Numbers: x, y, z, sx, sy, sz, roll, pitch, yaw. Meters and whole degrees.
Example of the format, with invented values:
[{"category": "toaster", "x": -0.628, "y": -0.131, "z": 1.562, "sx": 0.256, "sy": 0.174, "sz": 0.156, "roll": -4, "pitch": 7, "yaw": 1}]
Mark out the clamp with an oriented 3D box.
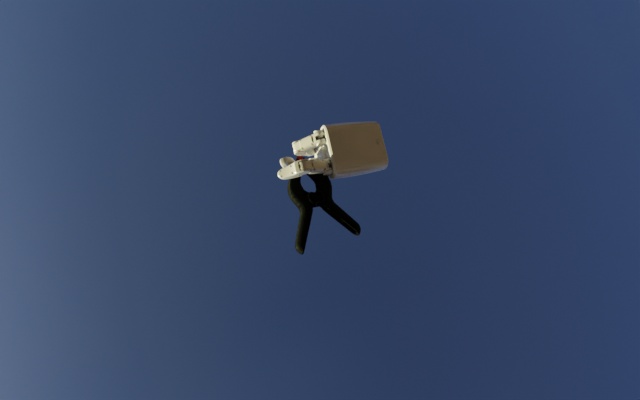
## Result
[{"category": "clamp", "x": 0.000, "y": 0.003, "z": 0.837, "sx": 0.120, "sy": 0.171, "sz": 0.039, "roll": -7, "pitch": -12, "yaw": -22}]
